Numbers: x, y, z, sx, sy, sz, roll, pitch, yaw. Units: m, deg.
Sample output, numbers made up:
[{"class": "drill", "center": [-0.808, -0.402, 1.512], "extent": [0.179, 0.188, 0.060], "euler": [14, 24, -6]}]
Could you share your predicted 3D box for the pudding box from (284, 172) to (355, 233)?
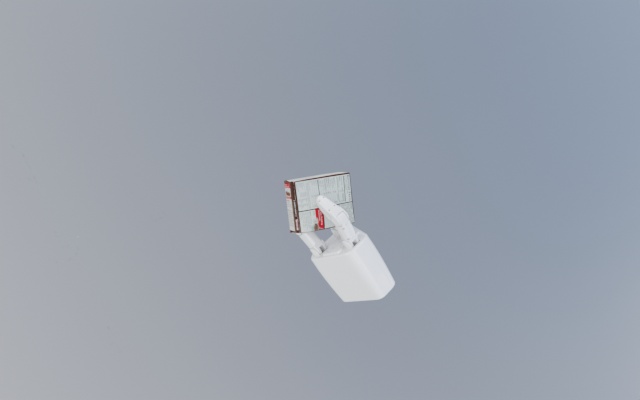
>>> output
[{"class": "pudding box", "center": [0.000, 0.003, 0.802], "extent": [0.113, 0.090, 0.039], "euler": [-10, 7, -30]}]
